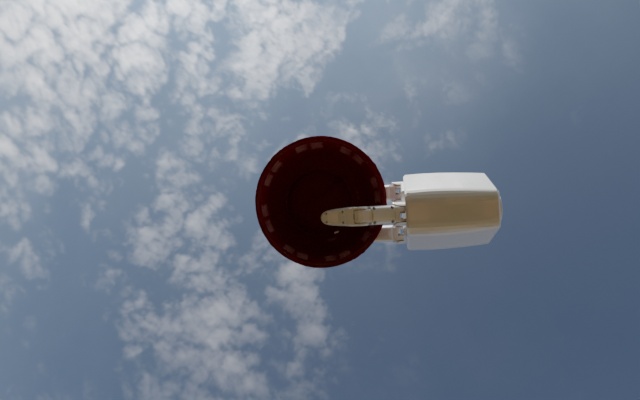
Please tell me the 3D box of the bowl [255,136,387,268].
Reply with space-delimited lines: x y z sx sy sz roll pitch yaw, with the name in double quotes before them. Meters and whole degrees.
"bowl" -0.001 0.002 0.607 0.162 0.162 0.055 0 0 -3
